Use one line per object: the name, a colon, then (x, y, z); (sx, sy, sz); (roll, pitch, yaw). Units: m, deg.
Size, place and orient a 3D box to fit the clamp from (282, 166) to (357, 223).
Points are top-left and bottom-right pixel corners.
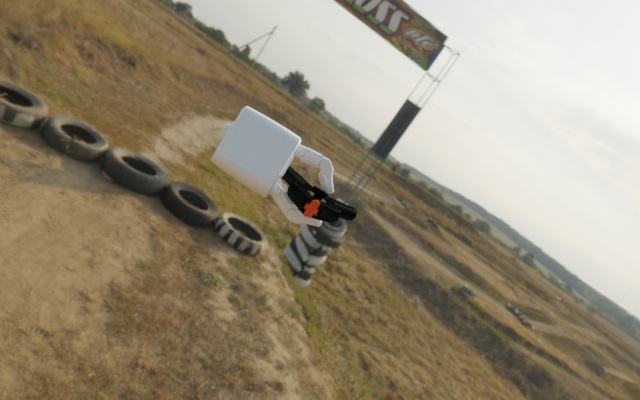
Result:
clamp: (0.000, 0.002, 0.798); (0.164, 0.036, 0.210); (31, 8, -9)
